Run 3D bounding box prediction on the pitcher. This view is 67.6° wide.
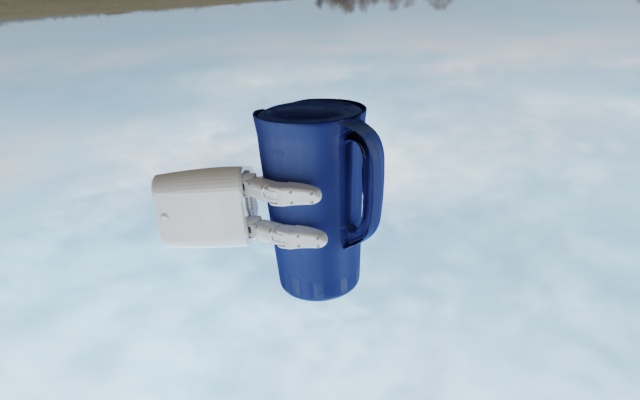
[{"bbox_3d":[0.000,0.002,0.592,0.145,0.243,0.149,-3,23,1],"label":"pitcher"}]
